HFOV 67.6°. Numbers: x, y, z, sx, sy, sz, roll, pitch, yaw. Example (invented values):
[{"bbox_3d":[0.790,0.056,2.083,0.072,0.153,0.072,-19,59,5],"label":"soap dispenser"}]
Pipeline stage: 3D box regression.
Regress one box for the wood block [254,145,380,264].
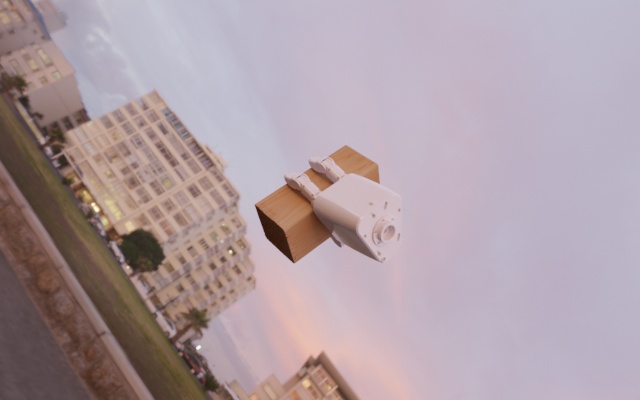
[{"bbox_3d":[0.001,0.003,0.839,0.206,0.091,0.090,-34,48,-22],"label":"wood block"}]
